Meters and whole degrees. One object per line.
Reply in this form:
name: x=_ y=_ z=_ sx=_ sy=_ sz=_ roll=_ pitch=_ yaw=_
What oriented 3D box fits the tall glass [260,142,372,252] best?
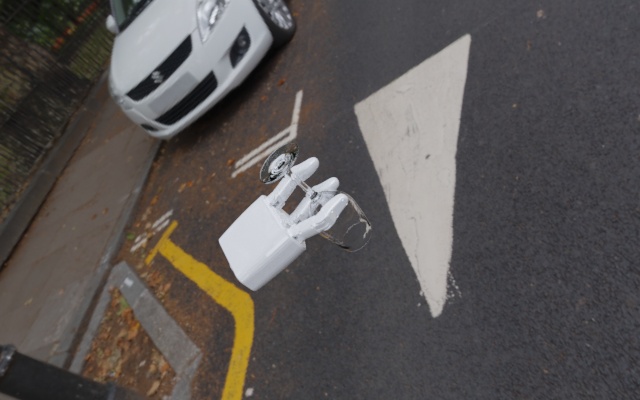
tall glass: x=0.000 y=0.002 z=0.742 sx=0.079 sy=0.079 sz=0.201 roll=0 pitch=-35 yaw=49
